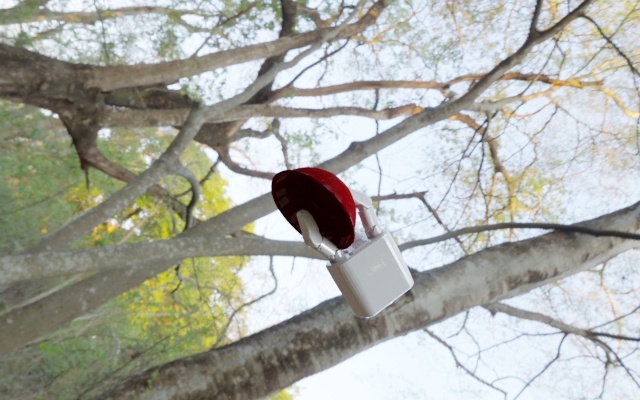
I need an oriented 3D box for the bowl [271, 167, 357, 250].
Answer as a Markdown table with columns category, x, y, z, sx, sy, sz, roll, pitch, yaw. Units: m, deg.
| category | x | y | z | sx | sy | sz | roll | pitch | yaw |
| --- | --- | --- | --- | --- | --- | --- | --- | --- | --- |
| bowl | 0.000 | 0.001 | 0.755 | 0.162 | 0.162 | 0.055 | 0 | 39 | 48 |
